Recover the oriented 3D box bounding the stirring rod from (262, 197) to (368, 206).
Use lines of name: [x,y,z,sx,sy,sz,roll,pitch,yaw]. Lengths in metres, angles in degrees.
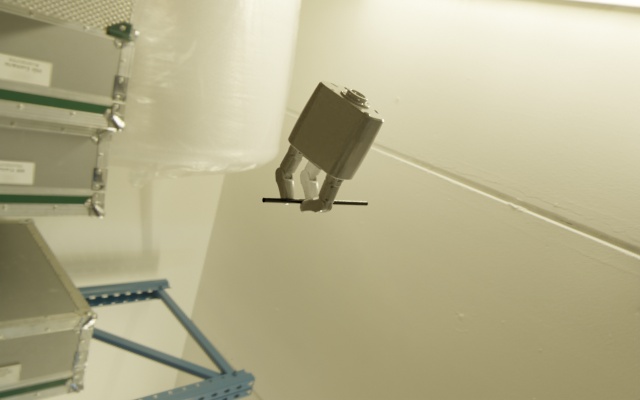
stirring rod: [0.000,0.003,0.795,0.011,0.011,0.239,0,-2,45]
